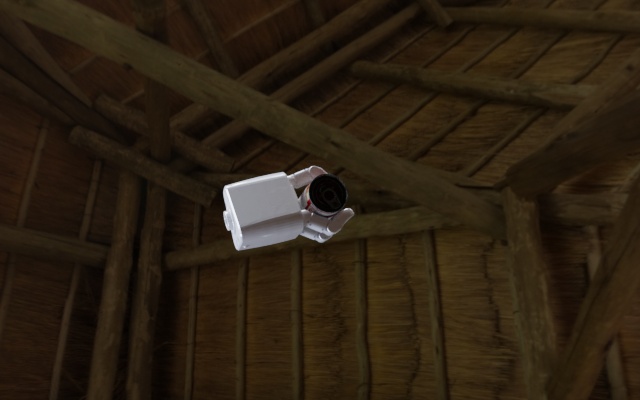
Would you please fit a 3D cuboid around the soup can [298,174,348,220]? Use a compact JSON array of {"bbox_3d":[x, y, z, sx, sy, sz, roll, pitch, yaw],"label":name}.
[{"bbox_3d":[0.000,0.003,0.825,0.068,0.068,0.102,0,-17,-16],"label":"soup can"}]
